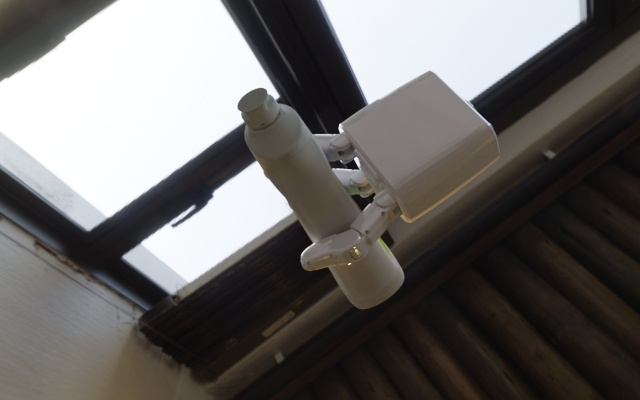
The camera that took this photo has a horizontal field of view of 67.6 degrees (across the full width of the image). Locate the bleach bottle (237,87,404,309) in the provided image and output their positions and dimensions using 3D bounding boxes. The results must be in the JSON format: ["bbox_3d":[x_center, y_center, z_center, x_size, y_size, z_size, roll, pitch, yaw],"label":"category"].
[{"bbox_3d":[0.000,0.001,0.455,0.068,0.251,0.102,-34,43,0],"label":"bleach bottle"}]
